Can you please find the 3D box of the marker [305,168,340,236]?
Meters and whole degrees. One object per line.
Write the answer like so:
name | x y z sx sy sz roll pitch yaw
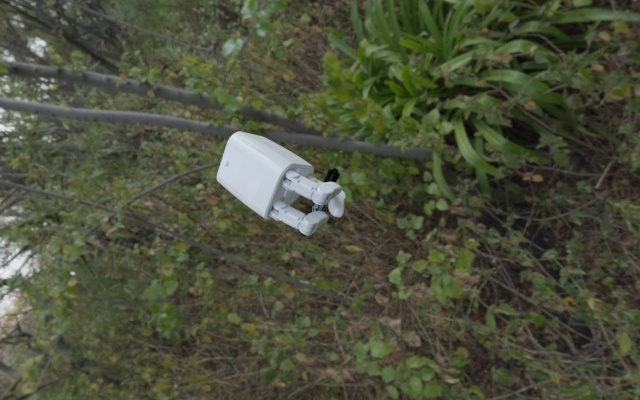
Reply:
marker | 0.000 0.002 0.740 0.020 0.121 0.020 19 28 -11
